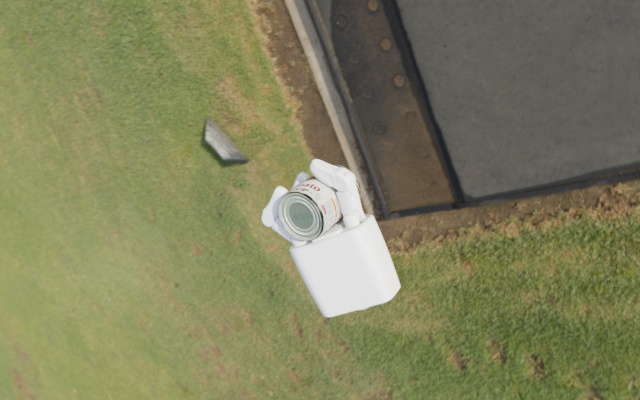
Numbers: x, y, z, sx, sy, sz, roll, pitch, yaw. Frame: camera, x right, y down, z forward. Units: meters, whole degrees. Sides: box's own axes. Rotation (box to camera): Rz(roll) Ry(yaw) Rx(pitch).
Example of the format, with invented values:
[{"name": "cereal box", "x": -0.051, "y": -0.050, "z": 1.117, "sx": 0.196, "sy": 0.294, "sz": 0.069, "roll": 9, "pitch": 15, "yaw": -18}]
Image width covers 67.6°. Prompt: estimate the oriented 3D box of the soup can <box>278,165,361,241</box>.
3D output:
[{"name": "soup can", "x": 0.000, "y": 0.002, "z": 0.618, "sx": 0.068, "sy": 0.068, "sz": 0.102, "roll": 0, "pitch": 22, "yaw": 34}]
